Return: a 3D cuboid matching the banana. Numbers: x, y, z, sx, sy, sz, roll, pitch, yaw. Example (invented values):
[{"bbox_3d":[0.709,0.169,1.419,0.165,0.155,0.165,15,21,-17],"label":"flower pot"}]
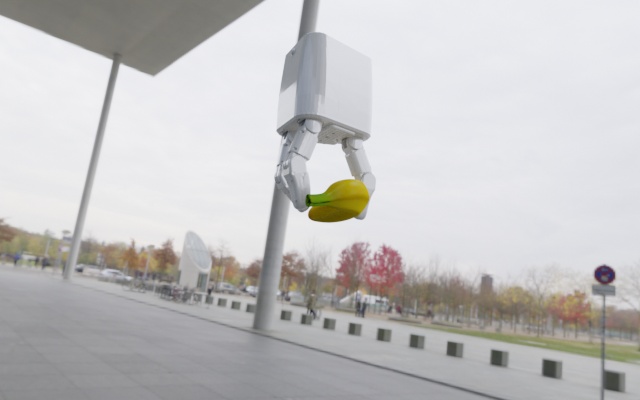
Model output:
[{"bbox_3d":[0.019,0.002,0.546,0.069,0.037,0.198,1,-8,0],"label":"banana"}]
